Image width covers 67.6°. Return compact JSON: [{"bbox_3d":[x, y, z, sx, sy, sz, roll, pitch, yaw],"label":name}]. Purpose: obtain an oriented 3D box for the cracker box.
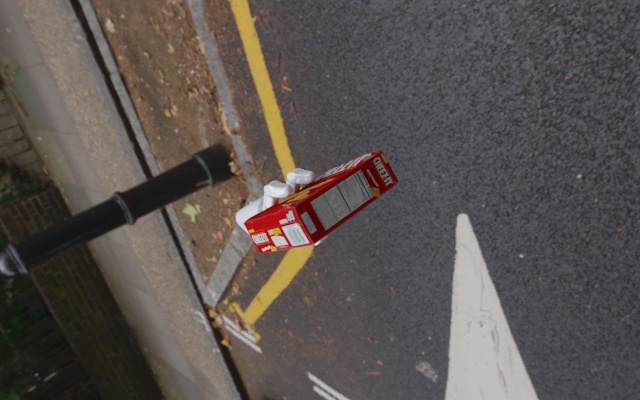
[{"bbox_3d":[0.000,0.003,0.801,0.213,0.072,0.164,-34,10,-36],"label":"cracker box"}]
